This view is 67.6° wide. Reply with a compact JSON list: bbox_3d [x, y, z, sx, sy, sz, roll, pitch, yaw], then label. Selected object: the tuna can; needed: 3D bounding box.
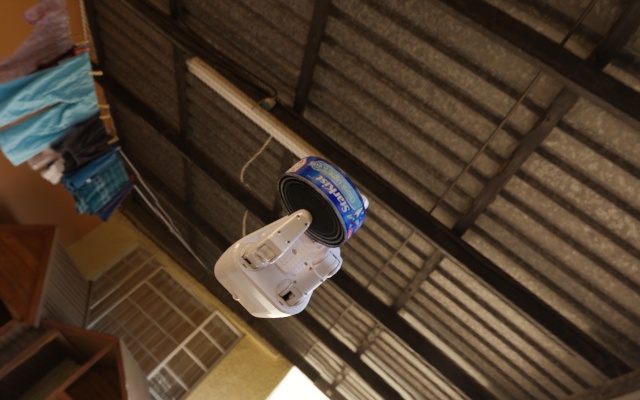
[{"bbox_3d":[0.000,0.001,0.447,0.033,0.086,0.086,-43,23,-27],"label":"tuna can"}]
